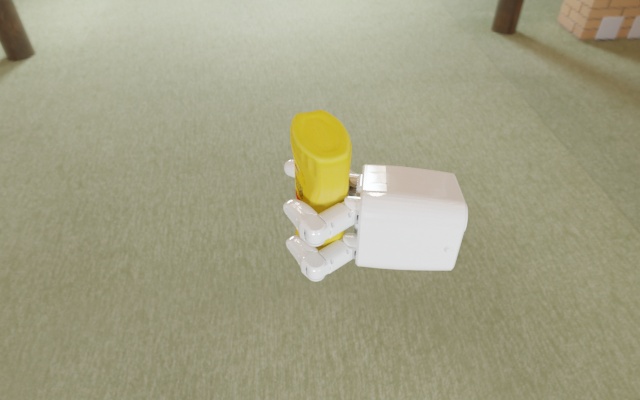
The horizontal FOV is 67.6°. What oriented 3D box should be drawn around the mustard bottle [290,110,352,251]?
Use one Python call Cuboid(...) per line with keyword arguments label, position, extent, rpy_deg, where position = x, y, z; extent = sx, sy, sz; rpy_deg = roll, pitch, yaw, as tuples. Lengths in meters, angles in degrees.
Cuboid(label="mustard bottle", position=(0.000, 0.002, 0.542), extent=(0.058, 0.192, 0.096), rpy_deg=(-12, 43, -13))
